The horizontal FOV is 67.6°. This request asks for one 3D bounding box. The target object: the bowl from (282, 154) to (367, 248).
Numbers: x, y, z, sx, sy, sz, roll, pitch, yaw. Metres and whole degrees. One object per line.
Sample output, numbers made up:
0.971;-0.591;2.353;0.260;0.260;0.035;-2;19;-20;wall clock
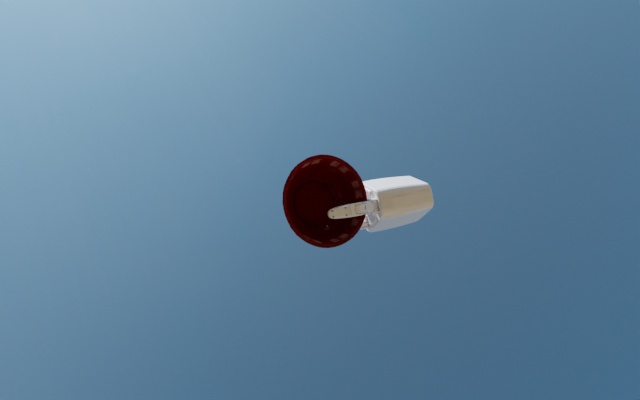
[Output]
-0.001;0.003;0.843;0.162;0.162;0.055;0;-4;-25;bowl
